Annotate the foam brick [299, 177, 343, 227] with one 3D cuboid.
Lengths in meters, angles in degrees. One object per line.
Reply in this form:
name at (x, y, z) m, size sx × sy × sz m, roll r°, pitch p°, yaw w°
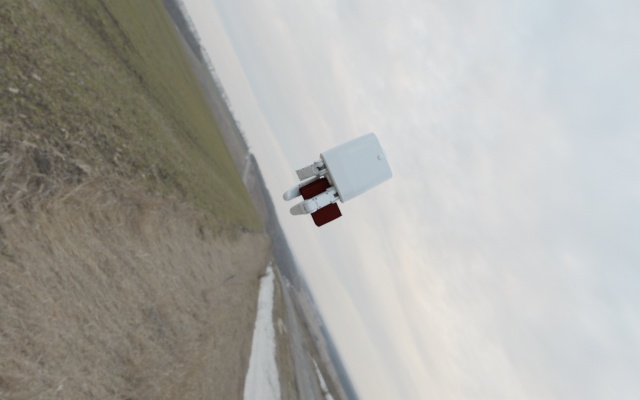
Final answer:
foam brick at (0.000, 0.003, 0.884) m, size 0.051 × 0.078 × 0.053 m, roll -25°, pitch 8°, yaw -5°
